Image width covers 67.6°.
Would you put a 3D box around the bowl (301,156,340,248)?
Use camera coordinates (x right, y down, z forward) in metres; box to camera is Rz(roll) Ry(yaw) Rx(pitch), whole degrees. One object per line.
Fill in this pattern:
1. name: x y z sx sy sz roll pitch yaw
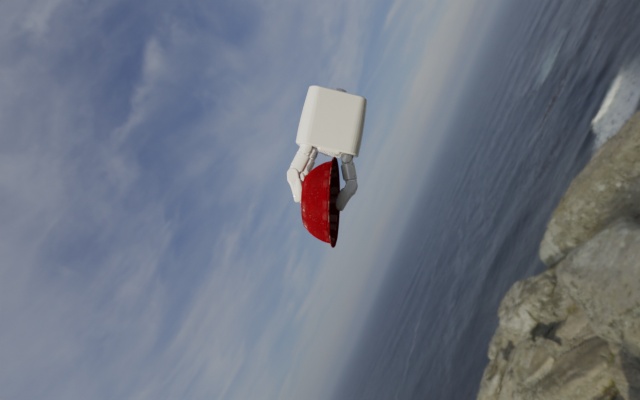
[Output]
1. bowl: 0.000 0.004 0.846 0.055 0.162 0.162 0 0 8
